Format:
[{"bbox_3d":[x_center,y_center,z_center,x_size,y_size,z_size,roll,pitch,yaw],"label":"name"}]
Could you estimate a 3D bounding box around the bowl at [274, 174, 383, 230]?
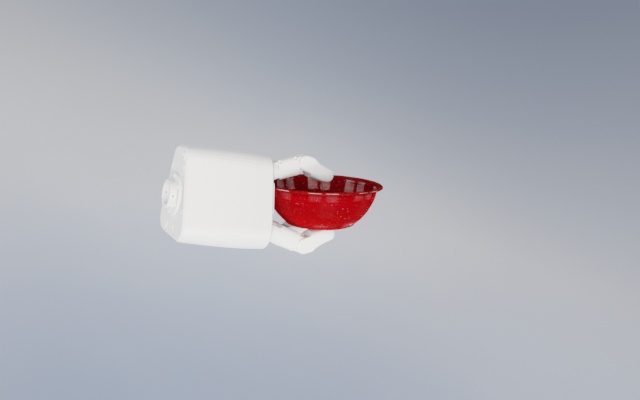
[{"bbox_3d":[0.001,0.002,0.633,0.162,0.055,0.162,2,11,0],"label":"bowl"}]
